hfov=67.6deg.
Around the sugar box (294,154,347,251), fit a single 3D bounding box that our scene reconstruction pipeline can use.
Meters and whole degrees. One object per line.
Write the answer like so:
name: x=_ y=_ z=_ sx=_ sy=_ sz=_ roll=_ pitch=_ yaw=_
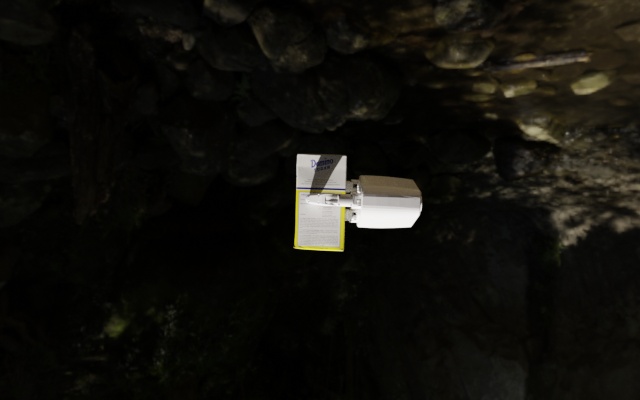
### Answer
sugar box: x=0.000 y=0.003 z=0.889 sx=0.093 sy=0.176 sz=0.048 roll=3 pitch=-1 yaw=0
